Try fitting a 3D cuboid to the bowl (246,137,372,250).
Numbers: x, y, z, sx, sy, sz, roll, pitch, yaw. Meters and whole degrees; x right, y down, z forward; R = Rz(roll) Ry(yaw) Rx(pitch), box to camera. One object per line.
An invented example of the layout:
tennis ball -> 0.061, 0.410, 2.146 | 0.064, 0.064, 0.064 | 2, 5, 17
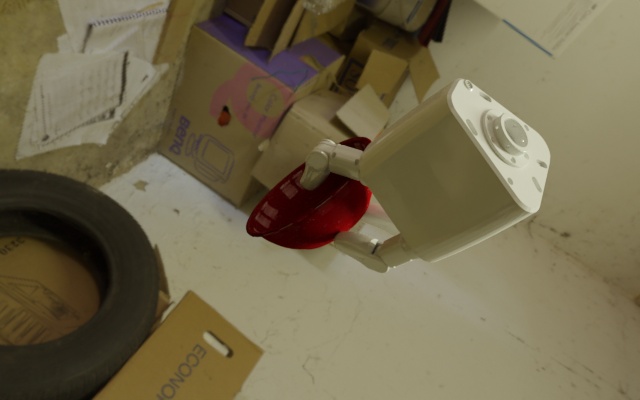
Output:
bowl -> 0.000, 0.002, 0.512 | 0.162, 0.055, 0.162 | -32, 20, 13
